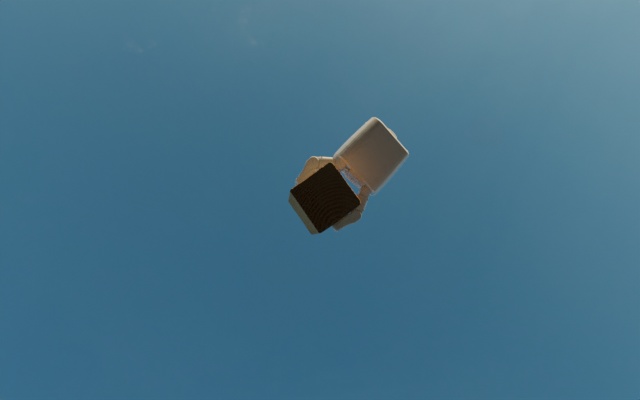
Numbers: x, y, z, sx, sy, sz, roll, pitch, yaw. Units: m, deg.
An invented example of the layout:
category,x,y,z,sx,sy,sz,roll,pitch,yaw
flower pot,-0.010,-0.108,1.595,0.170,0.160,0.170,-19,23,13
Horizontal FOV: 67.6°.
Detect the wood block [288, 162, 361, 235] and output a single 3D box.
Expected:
category,x,y,z,sx,sy,sz,roll,pitch,yaw
wood block,0.001,0.003,0.896,0.090,0.091,0.206,-36,-1,-6
